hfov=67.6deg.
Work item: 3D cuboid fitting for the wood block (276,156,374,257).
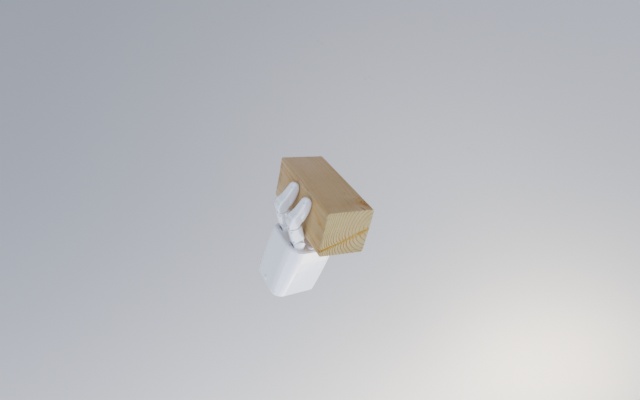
[{"bbox_3d":[0.000,0.003,0.880,0.091,0.090,0.206,-4,33,-28],"label":"wood block"}]
